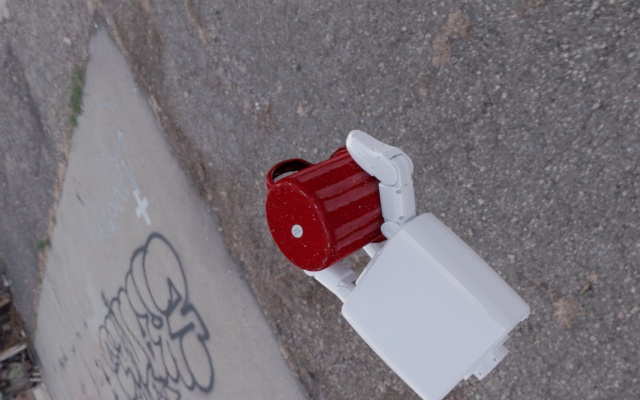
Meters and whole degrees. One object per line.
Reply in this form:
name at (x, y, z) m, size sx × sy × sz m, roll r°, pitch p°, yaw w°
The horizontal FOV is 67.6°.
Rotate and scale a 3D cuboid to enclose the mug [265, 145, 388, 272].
mug at (-0.001, 0.000, 0.411) m, size 0.081 × 0.093 × 0.117 m, roll -25°, pitch 56°, yaw -38°
